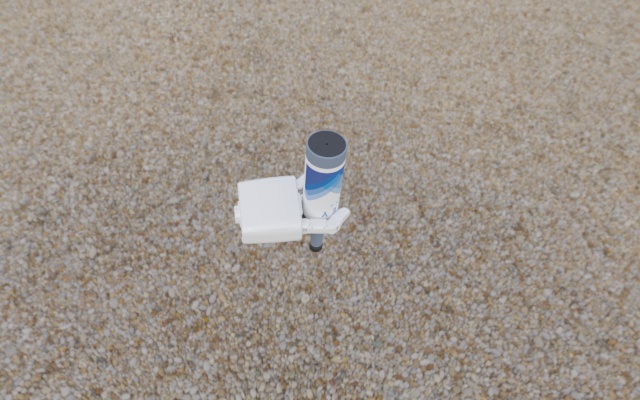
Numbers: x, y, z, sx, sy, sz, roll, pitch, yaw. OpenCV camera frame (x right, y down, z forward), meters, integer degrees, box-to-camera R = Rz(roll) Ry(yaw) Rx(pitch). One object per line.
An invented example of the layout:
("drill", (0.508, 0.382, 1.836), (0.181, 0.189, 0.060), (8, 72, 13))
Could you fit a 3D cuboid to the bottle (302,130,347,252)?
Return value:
("bottle", (0.000, 0.003, 0.877), (0.069, 0.069, 0.296), (0, -40, -5))
